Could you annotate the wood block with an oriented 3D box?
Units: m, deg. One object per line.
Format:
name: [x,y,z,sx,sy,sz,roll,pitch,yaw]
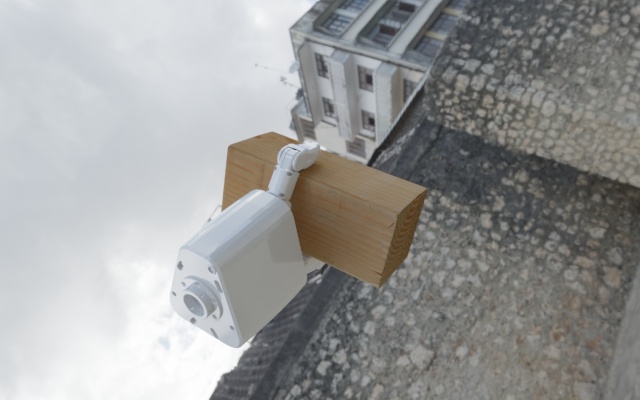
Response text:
wood block: [0.000,0.002,0.535,0.206,0.091,0.090,23,28,23]
